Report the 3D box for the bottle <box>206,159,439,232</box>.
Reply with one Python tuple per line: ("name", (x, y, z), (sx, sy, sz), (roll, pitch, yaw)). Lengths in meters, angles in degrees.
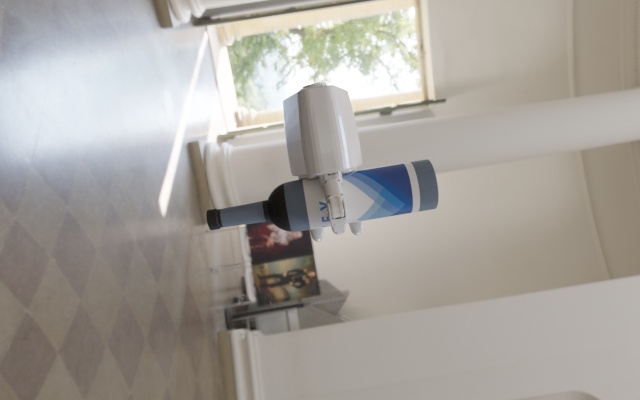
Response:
("bottle", (0.000, 0.002, 0.624), (0.296, 0.069, 0.069), (-9, 0, -1))
